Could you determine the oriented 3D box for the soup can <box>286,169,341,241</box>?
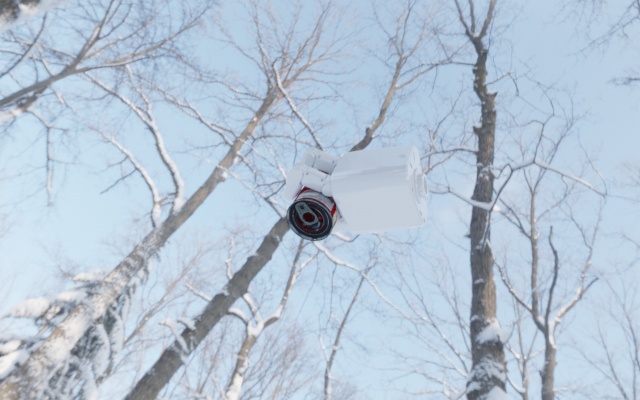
[{"bbox_3d":[0.000,0.002,0.692,0.068,0.068,0.102,0,31,21],"label":"soup can"}]
